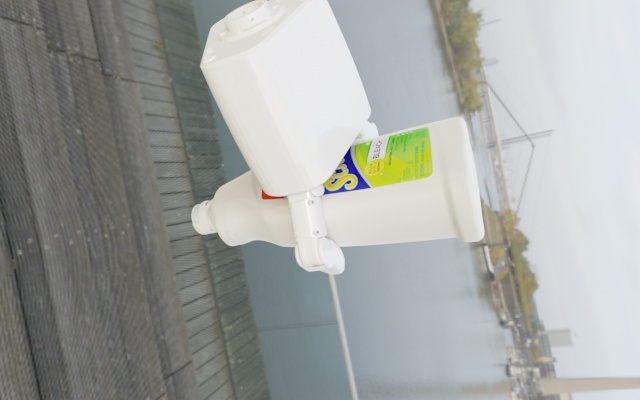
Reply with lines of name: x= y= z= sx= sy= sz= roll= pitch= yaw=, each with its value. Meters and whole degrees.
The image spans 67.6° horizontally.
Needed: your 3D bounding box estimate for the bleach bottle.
bleach bottle: x=0.000 y=0.001 z=0.403 sx=0.251 sy=0.068 sz=0.102 roll=-11 pitch=38 yaw=21
